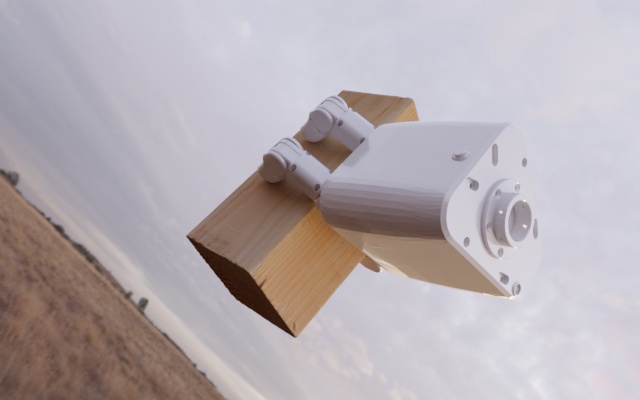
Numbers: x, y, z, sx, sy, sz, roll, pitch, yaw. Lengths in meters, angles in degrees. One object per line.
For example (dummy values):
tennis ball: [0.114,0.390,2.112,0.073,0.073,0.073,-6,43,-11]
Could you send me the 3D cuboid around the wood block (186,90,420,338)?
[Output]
wood block: [0.001,0.002,0.422,0.090,0.091,0.206,19,56,43]
